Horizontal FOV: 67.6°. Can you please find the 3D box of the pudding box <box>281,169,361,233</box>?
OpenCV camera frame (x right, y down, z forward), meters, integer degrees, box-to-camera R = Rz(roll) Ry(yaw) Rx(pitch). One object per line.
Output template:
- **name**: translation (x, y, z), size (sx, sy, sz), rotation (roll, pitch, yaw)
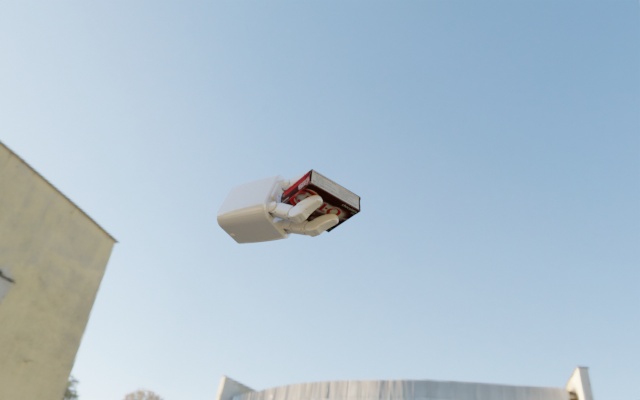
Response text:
- **pudding box**: translation (0.000, 0.003, 0.833), size (0.113, 0.039, 0.090), rotation (27, -42, -27)
